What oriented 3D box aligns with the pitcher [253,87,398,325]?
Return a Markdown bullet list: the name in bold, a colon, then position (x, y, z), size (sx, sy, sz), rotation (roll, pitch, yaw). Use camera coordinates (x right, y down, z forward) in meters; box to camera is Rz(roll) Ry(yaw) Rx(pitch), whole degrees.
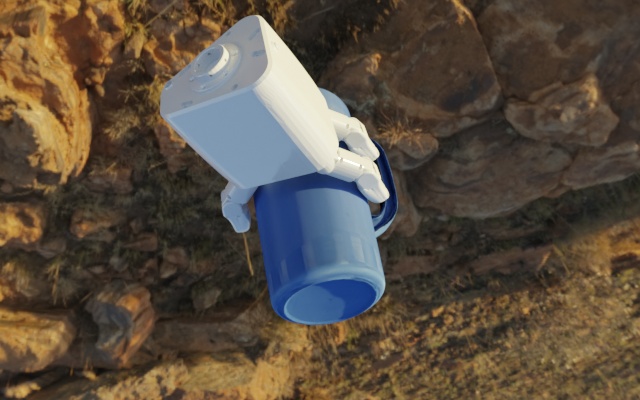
- **pitcher**: position (0.000, 0.002, 0.514), size (0.149, 0.242, 0.145), rotation (-25, -40, 15)
